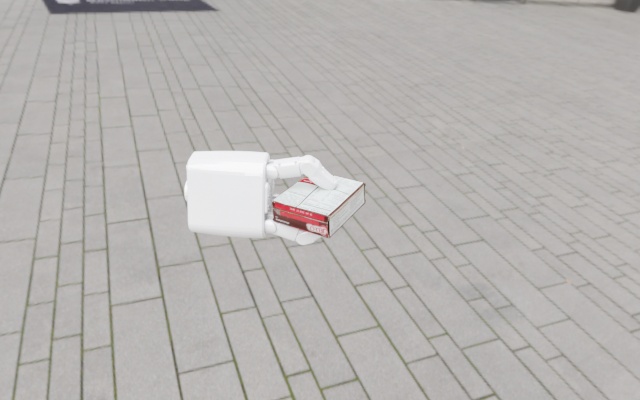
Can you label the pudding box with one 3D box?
[{"bbox_3d":[0.000,0.002,0.664,0.090,0.039,0.113,16,35,26],"label":"pudding box"}]
